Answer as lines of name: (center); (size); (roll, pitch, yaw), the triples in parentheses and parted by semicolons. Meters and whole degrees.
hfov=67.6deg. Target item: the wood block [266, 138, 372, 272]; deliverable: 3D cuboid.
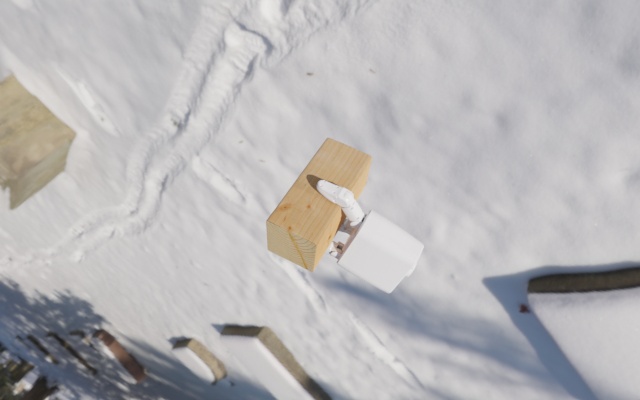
wood block: (0.000, 0.003, 0.809); (0.090, 0.206, 0.091); (25, -34, 13)
